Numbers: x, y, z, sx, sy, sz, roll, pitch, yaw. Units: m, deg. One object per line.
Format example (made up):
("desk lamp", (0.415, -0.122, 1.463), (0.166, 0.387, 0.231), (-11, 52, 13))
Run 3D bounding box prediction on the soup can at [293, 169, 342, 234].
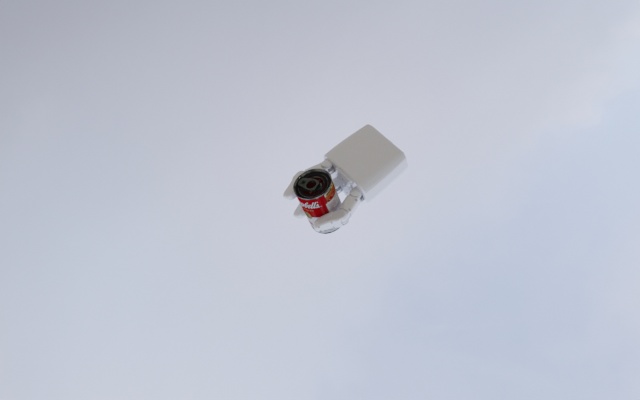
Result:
("soup can", (0.000, 0.003, 0.834), (0.068, 0.068, 0.102), (0, -38, 20))
